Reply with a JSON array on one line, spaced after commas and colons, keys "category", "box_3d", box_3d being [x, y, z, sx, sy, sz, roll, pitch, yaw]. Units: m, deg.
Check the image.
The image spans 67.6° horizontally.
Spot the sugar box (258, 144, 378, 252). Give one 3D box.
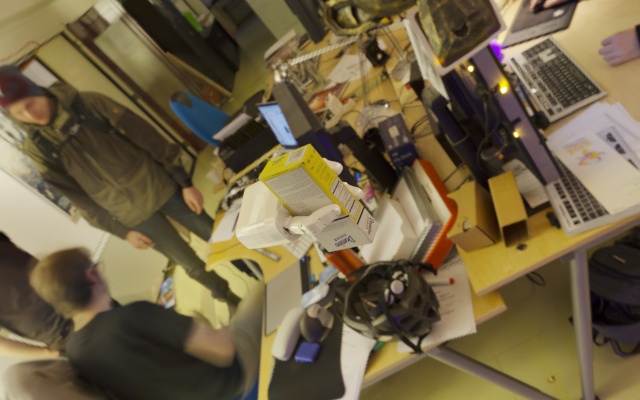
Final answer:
[{"category": "sugar box", "box_3d": [0.000, 0.002, 0.721, 0.093, 0.048, 0.176, -16, -52, 41]}]
